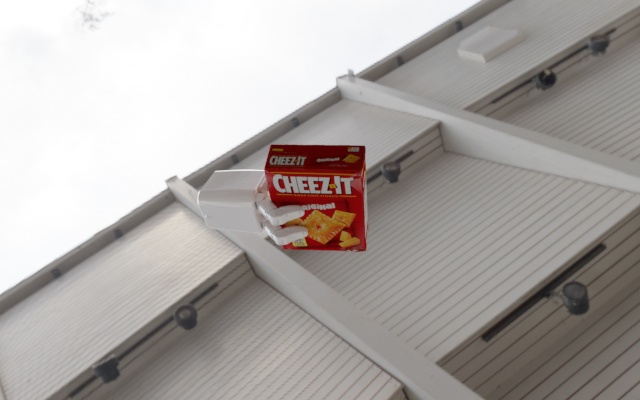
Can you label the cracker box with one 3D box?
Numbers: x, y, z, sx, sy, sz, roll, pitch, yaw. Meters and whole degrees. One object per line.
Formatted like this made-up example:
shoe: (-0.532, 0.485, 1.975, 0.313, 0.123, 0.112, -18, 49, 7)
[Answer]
cracker box: (0.000, 0.003, 0.853, 0.164, 0.072, 0.214, 1, -43, 9)
